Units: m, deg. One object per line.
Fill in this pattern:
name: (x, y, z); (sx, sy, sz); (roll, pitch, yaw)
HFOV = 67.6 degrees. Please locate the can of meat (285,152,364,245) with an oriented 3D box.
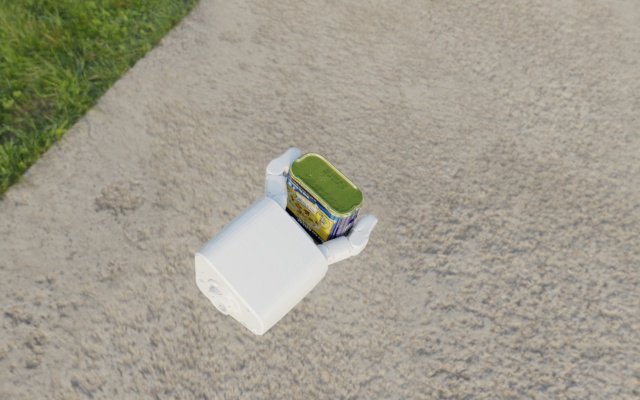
can of meat: (0.000, 0.002, 0.592); (0.057, 0.102, 0.084); (-37, -20, -31)
